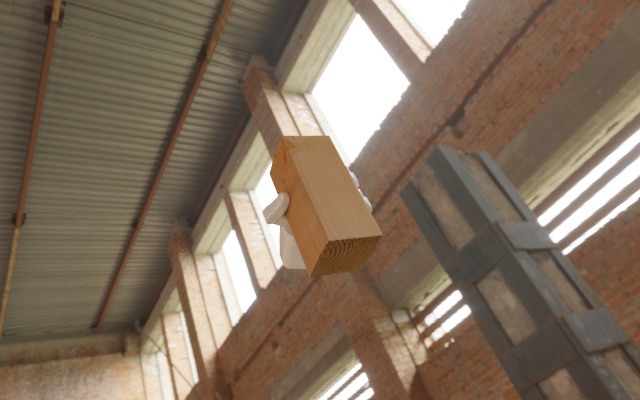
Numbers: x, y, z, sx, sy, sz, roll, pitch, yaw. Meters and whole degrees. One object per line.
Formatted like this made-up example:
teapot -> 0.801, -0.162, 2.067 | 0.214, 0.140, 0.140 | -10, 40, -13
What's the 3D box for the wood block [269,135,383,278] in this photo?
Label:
wood block -> 0.000, 0.003, 0.729 | 0.091, 0.206, 0.090 | -5, -39, -27
